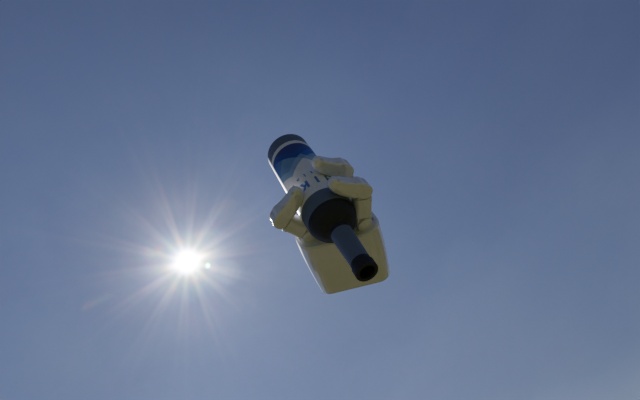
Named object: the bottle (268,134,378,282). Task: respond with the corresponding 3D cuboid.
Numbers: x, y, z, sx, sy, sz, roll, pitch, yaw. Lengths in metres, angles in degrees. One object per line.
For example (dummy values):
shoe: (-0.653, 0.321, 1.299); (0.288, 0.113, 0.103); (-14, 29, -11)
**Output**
bottle: (0.000, 0.002, 0.636); (0.069, 0.069, 0.295); (0, 31, -24)
